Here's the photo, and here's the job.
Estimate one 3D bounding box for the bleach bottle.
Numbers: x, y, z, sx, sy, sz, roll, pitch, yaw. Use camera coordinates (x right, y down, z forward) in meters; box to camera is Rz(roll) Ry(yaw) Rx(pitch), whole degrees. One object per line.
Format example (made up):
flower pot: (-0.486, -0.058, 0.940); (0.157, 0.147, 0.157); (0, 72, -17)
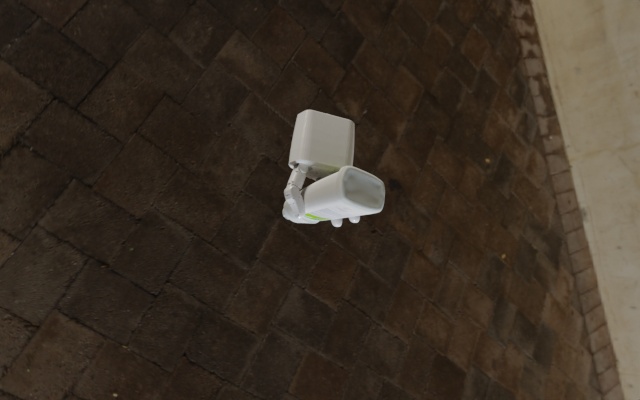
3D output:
bleach bottle: (0.000, 0.003, 0.883); (0.102, 0.068, 0.251); (19, -20, -32)
